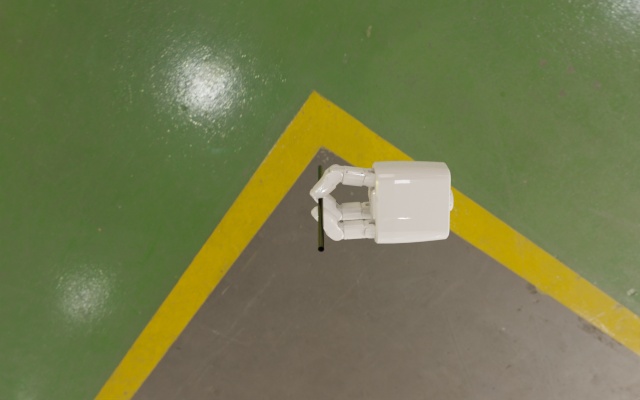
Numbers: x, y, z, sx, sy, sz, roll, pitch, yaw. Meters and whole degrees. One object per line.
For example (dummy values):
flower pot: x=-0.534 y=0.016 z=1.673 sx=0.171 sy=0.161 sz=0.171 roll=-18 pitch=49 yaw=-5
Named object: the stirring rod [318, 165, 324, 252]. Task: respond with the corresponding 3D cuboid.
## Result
stirring rod: x=0.000 y=0.002 z=0.691 sx=0.011 sy=0.011 sz=0.239 roll=0 pitch=29 yaw=0
